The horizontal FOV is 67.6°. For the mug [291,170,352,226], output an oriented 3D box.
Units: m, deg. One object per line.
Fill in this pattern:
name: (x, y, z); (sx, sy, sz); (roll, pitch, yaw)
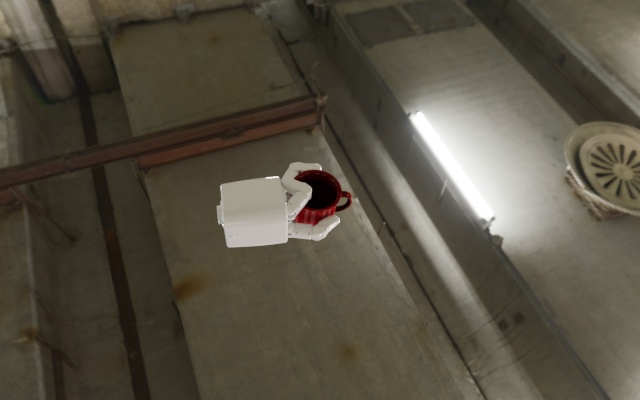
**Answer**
mug: (0.002, 0.003, 0.886); (0.117, 0.093, 0.082); (-4, -34, -9)
